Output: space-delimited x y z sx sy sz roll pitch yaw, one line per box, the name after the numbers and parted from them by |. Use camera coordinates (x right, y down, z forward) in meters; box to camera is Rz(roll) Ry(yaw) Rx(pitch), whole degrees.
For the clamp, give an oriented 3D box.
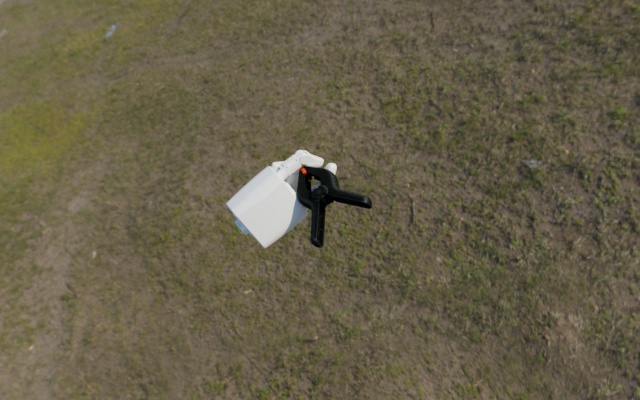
0.000 0.002 0.836 0.171 0.120 0.039 43 -9 45 | clamp
